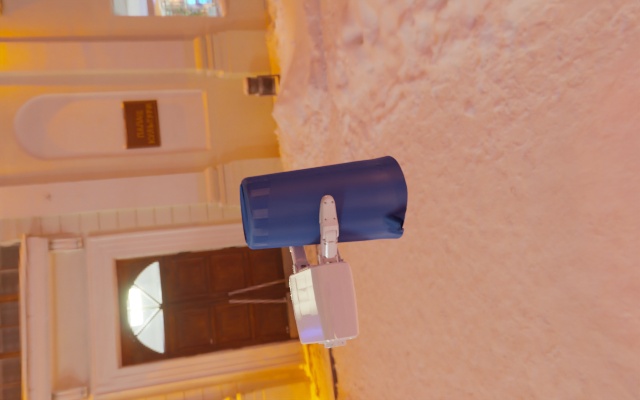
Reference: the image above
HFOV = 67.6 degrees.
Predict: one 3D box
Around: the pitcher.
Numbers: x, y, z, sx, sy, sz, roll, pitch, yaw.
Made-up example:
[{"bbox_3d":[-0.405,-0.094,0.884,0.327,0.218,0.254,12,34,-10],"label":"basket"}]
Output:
[{"bbox_3d":[0.000,0.003,0.742,0.243,0.145,0.149,-6,-13,-13],"label":"pitcher"}]
